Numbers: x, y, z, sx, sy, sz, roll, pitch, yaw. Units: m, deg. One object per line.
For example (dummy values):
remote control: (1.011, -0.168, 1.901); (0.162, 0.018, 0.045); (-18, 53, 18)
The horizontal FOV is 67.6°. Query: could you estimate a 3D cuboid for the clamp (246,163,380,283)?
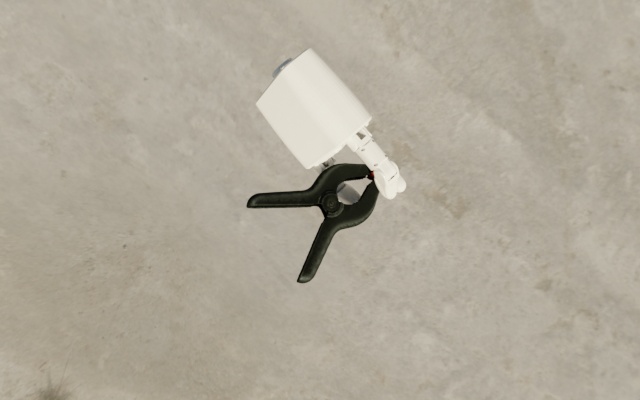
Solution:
clamp: (0.000, 0.002, 0.576); (0.171, 0.120, 0.039); (-43, 6, -14)
